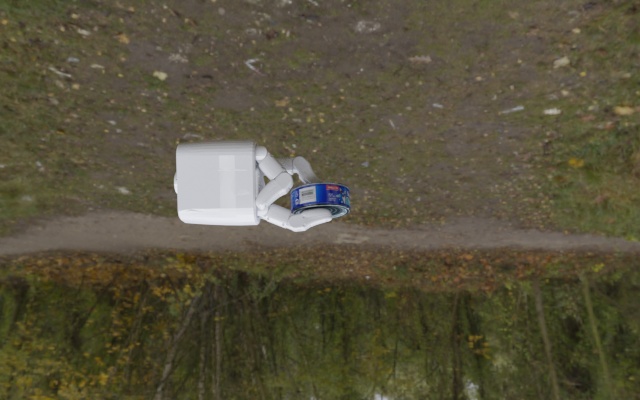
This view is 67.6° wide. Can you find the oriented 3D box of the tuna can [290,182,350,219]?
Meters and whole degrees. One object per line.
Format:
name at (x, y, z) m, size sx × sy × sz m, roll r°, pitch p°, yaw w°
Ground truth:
tuna can at (0.000, 0.003, 0.685) m, size 0.086 × 0.033 × 0.086 m, roll -3°, pitch -16°, yaw -1°
